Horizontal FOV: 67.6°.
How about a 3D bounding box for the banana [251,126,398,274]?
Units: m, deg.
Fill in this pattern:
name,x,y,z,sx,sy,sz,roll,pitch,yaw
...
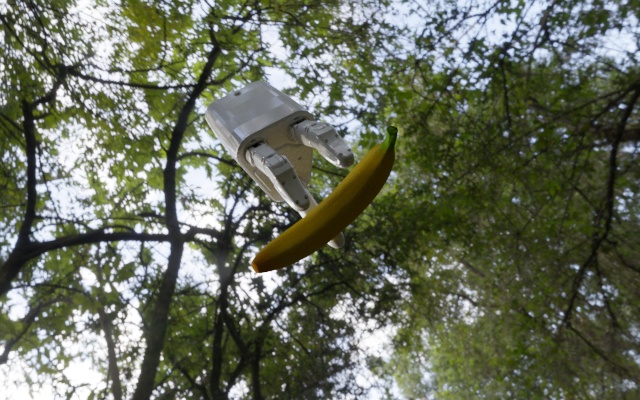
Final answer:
name,x,y,z,sx,sy,sz,roll,pitch,yaw
banana,0.011,0.006,0.492,0.037,0.198,0.070,46,4,37
